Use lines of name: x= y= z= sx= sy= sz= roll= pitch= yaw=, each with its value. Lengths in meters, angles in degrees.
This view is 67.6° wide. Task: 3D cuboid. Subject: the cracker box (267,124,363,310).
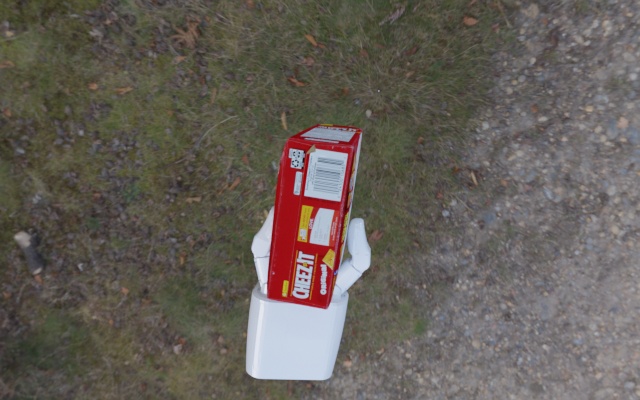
cracker box: x=0.000 y=0.002 z=0.547 sx=0.072 sy=0.164 sz=0.213 roll=9 pitch=14 yaw=5
